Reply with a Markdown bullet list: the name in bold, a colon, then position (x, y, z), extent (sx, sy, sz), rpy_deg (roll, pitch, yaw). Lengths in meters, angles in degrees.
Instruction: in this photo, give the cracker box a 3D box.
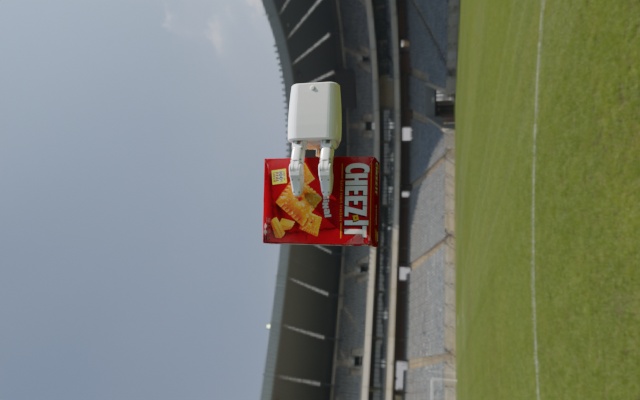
- **cracker box**: position (0.000, 0.003, 0.900), extent (0.213, 0.164, 0.072), rpy_deg (0, -5, 14)
